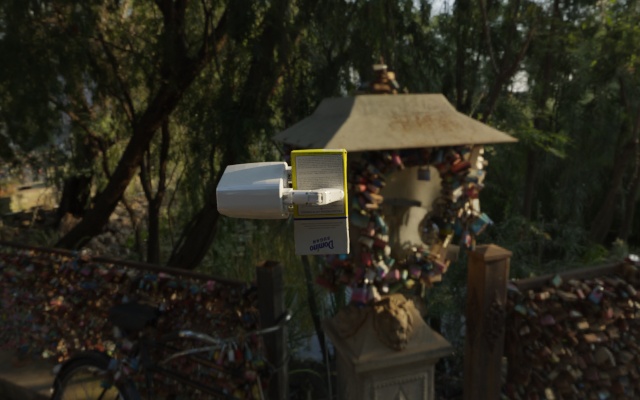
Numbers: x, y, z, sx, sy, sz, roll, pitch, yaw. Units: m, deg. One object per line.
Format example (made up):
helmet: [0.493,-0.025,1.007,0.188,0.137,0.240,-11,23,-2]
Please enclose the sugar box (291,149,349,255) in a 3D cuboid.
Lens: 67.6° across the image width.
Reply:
sugar box: [0.000,0.002,0.811,0.093,0.176,0.048,-1,11,2]
